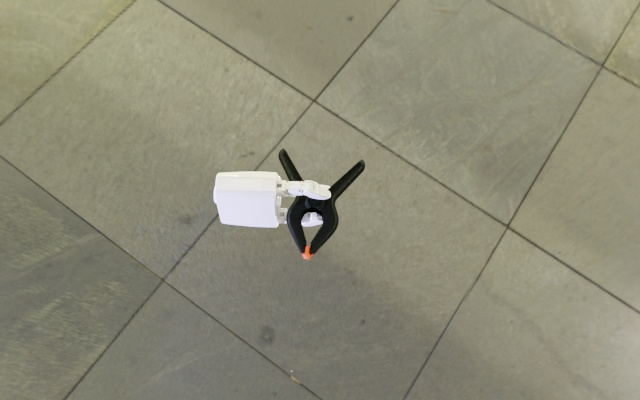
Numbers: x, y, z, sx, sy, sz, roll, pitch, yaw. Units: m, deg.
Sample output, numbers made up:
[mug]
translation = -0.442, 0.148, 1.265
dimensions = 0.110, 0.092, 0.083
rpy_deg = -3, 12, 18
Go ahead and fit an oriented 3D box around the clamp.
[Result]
[clamp]
translation = 0.000, 0.003, 0.875
dimensions = 0.164, 0.210, 0.036
rpy_deg = 1, -20, 1
